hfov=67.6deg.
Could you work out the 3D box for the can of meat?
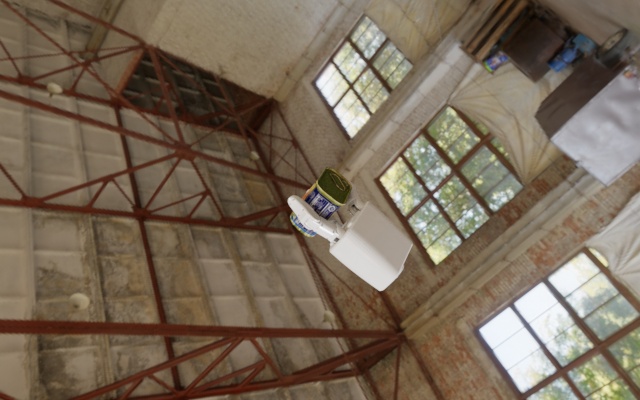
[{"bbox_3d":[0.000,0.003,0.792,0.057,0.084,0.102,39,25,-5],"label":"can of meat"}]
